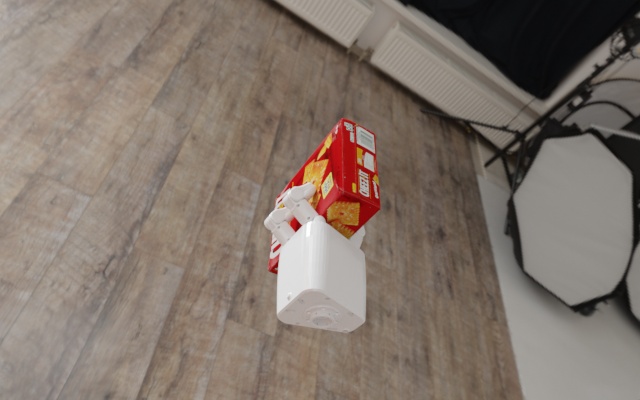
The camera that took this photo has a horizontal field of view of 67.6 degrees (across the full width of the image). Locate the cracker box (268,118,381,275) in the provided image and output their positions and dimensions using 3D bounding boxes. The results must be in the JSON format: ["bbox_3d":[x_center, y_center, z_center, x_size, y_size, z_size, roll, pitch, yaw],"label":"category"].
[{"bbox_3d":[0.000,0.002,0.736,0.072,0.164,0.214,25,-48,-22],"label":"cracker box"}]
